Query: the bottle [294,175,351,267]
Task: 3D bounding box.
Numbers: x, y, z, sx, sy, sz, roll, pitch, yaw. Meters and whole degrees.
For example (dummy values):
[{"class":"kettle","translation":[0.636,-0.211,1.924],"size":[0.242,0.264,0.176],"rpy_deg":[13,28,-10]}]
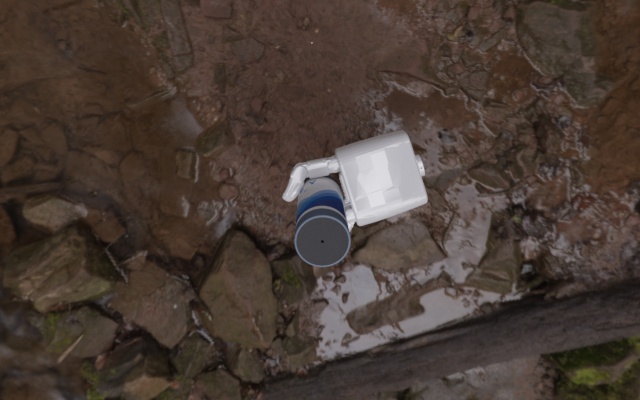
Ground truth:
[{"class":"bottle","translation":[0.000,0.002,0.698],"size":[0.069,0.069,0.295],"rpy_deg":[0,18,-1]}]
